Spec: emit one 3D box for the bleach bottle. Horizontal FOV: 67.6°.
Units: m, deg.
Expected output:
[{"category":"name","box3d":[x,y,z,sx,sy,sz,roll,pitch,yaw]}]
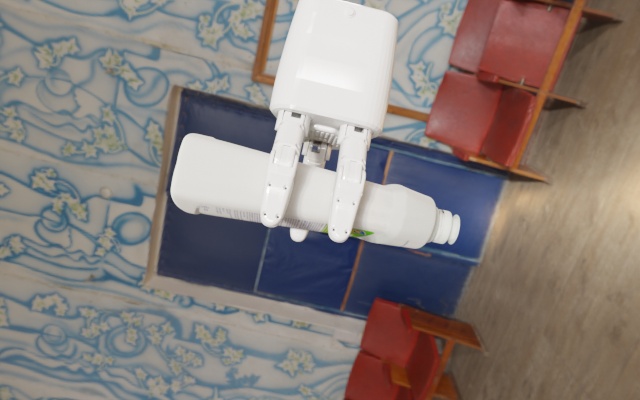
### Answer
[{"category":"bleach bottle","box3d":[0.000,0.001,0.440,0.251,0.068,0.102,12,-8,-4]}]
